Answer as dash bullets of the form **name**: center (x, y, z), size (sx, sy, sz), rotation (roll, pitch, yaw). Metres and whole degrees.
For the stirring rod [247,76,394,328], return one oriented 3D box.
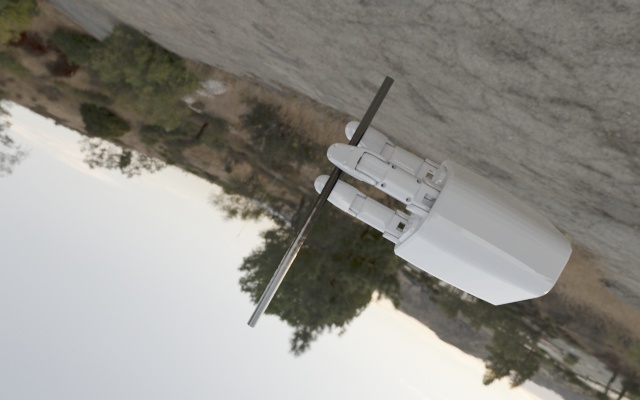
- **stirring rod**: center (0.000, 0.001, 0.405), size (0.011, 0.239, 0.011), rotation (29, 0, 0)
